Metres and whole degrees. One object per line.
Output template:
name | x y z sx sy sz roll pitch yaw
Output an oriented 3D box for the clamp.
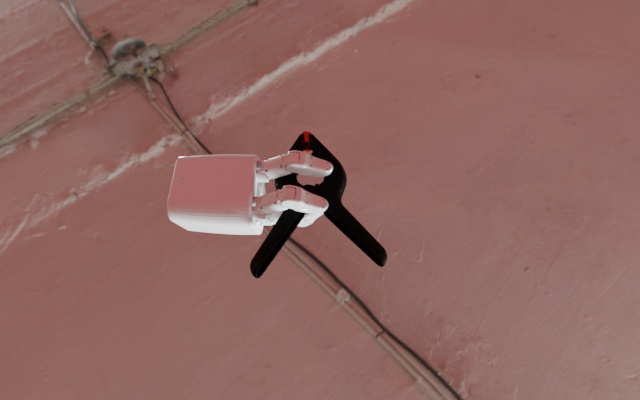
clamp | 0.000 0.002 0.618 0.164 0.209 0.036 2 -30 0
